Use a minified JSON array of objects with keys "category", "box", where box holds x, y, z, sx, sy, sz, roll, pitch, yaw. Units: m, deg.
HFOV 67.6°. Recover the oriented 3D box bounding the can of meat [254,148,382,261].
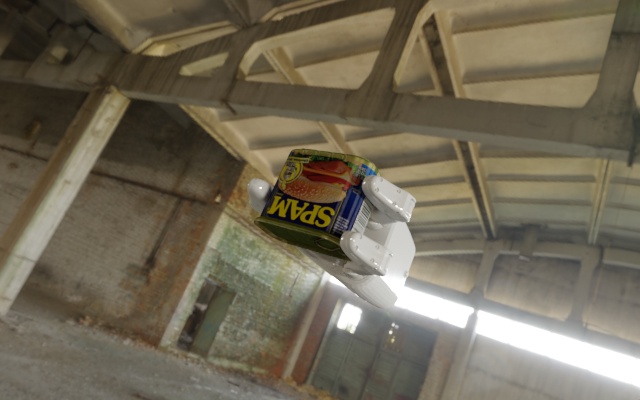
[{"category":"can of meat","box":[0.000,0.001,0.453,0.102,0.084,0.057,12,-20,33]}]
